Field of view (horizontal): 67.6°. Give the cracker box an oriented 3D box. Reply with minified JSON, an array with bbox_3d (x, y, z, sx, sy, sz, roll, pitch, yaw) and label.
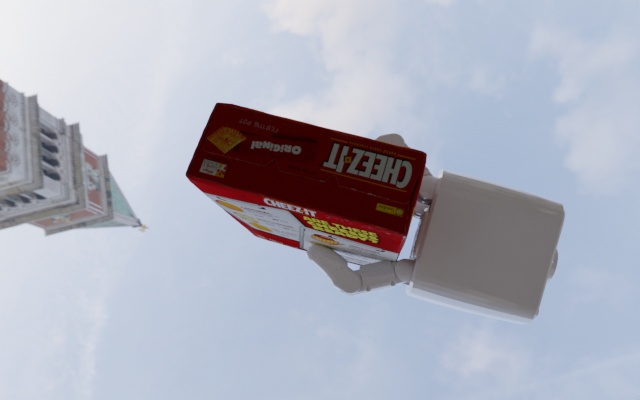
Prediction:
[{"bbox_3d":[0.000,0.002,0.434,0.164,0.072,0.214,15,-14,10],"label":"cracker box"}]
